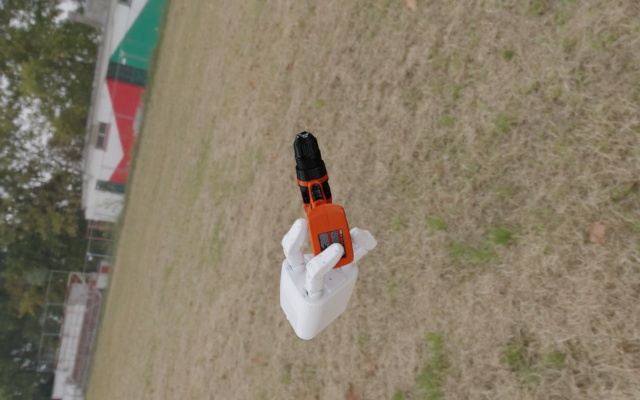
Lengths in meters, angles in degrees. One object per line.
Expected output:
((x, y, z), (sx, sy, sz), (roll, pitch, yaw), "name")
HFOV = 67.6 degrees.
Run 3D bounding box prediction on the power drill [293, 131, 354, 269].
((0.000, 0.003, 0.738), (0.057, 0.184, 0.187), (-14, 28, -1), "power drill")
